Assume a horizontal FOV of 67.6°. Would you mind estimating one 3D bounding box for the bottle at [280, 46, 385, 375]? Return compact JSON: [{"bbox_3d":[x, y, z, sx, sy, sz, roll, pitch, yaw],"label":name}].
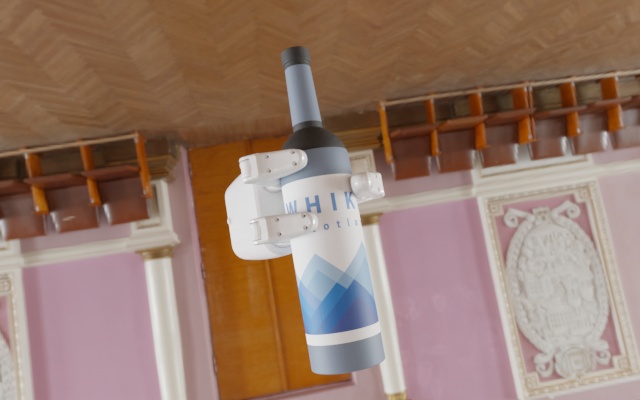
[{"bbox_3d":[0.000,0.002,0.441,0.069,0.295,0.069,-10,-7,-1],"label":"bottle"}]
